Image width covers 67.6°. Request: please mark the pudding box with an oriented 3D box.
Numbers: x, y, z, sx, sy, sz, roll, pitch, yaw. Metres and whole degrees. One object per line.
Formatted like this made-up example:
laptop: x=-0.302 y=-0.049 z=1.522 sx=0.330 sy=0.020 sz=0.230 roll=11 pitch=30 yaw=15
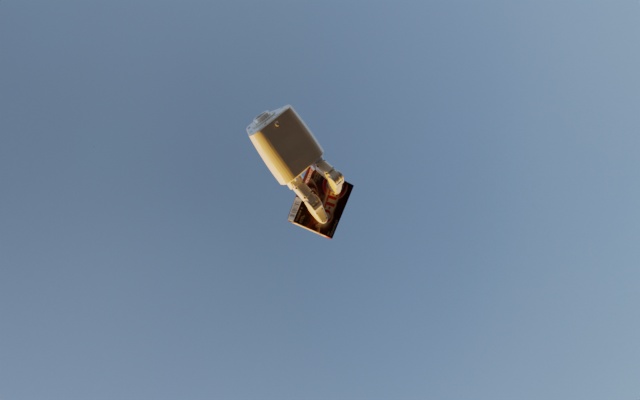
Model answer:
pudding box: x=0.000 y=0.003 z=0.886 sx=0.090 sy=0.113 sz=0.039 roll=25 pitch=-4 yaw=-27
